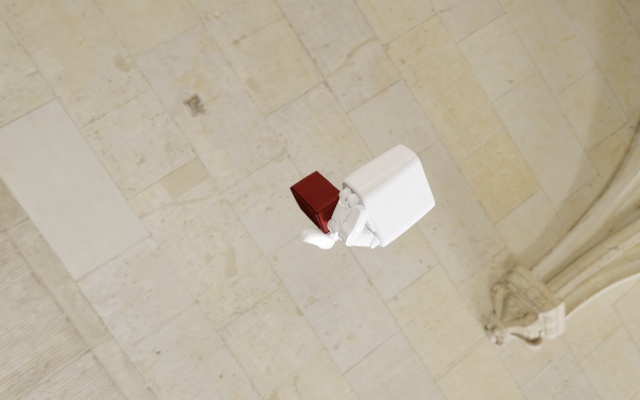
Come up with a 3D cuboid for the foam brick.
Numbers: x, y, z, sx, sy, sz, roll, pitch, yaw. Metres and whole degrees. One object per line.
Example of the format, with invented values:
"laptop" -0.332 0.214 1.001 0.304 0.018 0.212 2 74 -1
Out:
"foam brick" 0.000 0.002 0.724 0.051 0.053 0.078 -36 48 -12
